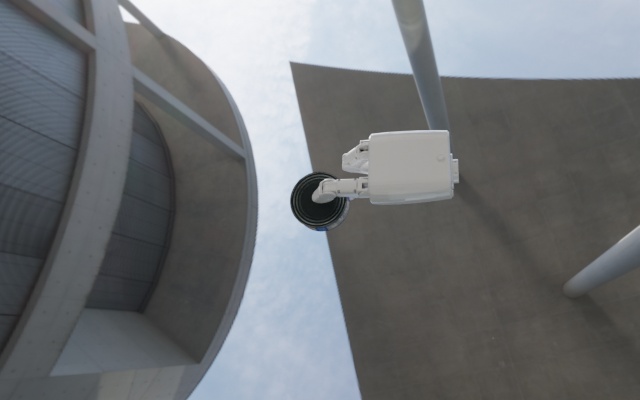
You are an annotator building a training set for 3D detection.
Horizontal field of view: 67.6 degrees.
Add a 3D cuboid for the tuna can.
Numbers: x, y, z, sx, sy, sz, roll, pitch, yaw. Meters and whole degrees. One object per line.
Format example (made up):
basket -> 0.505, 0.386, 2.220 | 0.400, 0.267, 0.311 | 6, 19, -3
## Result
tuna can -> 0.000, 0.002, 0.712 | 0.086, 0.086, 0.034 | 0, -15, 14
